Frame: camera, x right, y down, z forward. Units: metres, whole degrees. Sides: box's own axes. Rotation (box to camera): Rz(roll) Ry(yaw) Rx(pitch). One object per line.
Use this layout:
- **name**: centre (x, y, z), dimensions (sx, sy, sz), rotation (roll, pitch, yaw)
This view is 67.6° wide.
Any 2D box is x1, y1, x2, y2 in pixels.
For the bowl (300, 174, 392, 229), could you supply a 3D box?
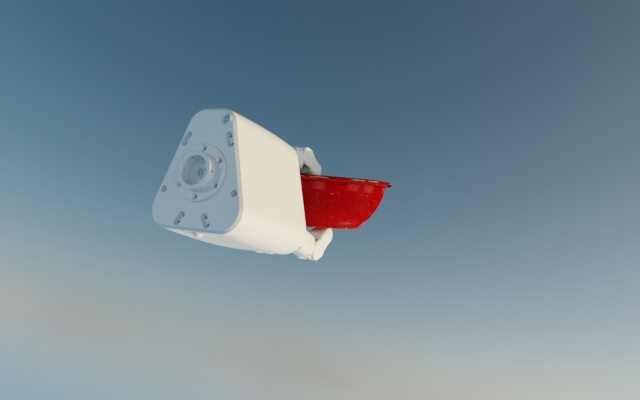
- **bowl**: centre (0.001, 0.002, 0.555), dimensions (0.162, 0.055, 0.162), rotation (4, 0, 0)
